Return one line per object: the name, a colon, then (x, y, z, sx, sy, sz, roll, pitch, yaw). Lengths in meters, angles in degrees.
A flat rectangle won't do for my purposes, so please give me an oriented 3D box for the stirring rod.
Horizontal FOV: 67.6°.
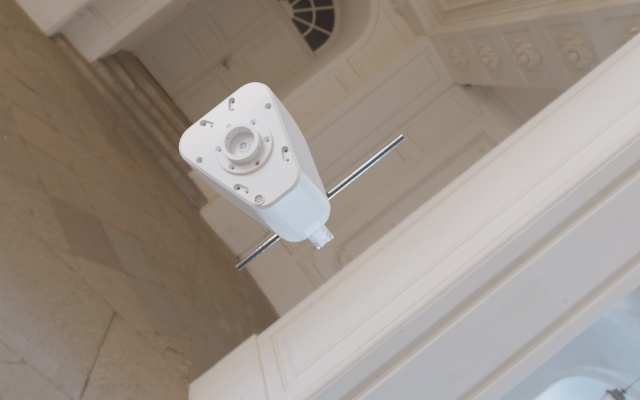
stirring rod: (0.000, 0.002, 0.545, 0.239, 0.011, 0.011, -38, 1, -1)
